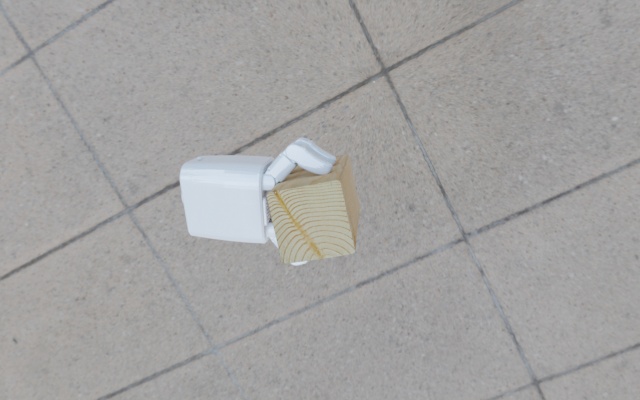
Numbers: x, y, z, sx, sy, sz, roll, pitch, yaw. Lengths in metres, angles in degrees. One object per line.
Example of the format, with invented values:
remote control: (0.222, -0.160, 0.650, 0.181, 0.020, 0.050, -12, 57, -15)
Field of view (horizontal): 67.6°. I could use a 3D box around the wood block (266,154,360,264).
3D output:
wood block: (0.000, 0.003, 0.644, 0.090, 0.091, 0.206, -10, 13, 9)
